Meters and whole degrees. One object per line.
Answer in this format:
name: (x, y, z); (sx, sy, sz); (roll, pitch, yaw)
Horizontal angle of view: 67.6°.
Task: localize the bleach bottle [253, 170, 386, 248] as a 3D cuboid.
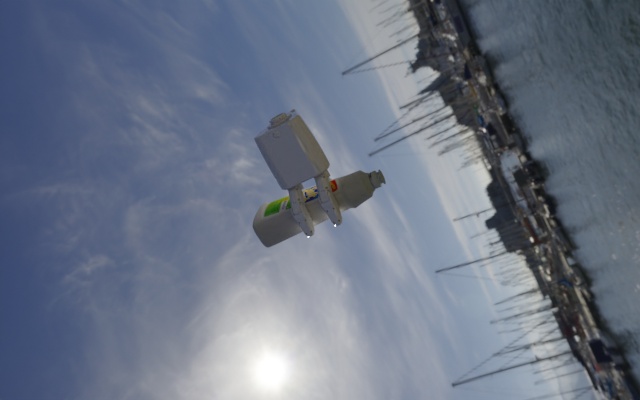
bleach bottle: (0.000, 0.003, 0.875); (0.251, 0.068, 0.102); (-24, 20, 19)
